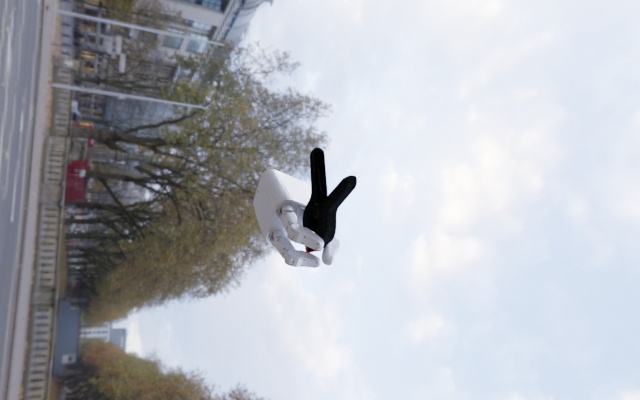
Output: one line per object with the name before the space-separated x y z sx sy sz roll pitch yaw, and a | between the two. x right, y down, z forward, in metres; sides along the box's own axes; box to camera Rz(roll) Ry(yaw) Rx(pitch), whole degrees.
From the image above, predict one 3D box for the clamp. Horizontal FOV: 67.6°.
clamp | 0.001 0.003 0.773 0.039 0.171 0.120 4 35 -28
